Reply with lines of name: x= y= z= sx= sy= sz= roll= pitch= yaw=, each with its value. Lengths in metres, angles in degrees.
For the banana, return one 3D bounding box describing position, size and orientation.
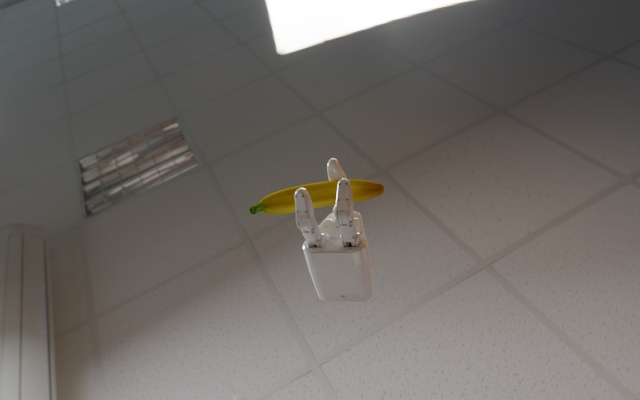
banana: x=-0.006 y=-0.003 z=0.720 sx=0.198 sy=0.037 sz=0.069 roll=-11 pitch=21 yaw=-4
